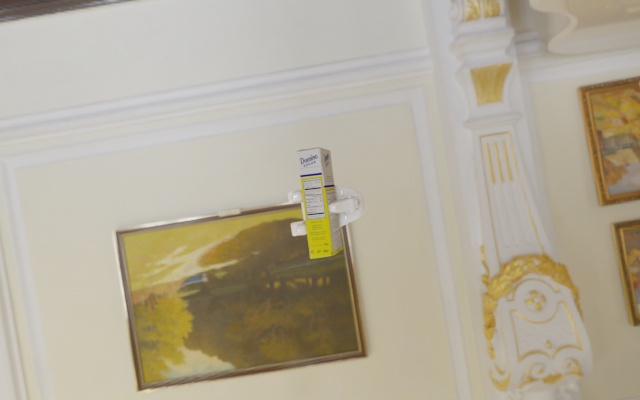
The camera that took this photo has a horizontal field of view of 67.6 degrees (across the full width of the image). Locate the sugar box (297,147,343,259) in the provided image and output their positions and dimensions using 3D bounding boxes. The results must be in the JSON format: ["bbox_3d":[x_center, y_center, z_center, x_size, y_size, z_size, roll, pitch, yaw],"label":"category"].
[{"bbox_3d":[0.000,0.003,0.801,0.048,0.176,0.093,-9,0,12],"label":"sugar box"}]
